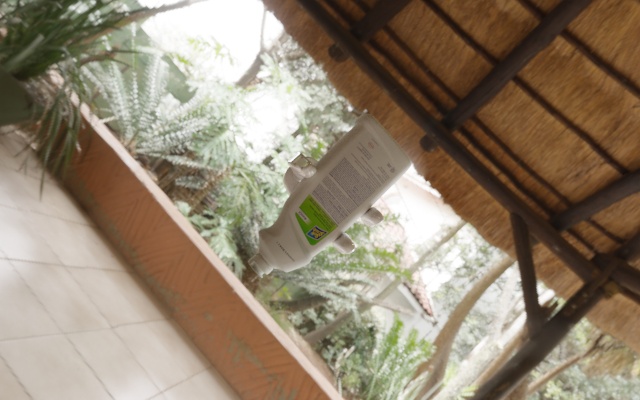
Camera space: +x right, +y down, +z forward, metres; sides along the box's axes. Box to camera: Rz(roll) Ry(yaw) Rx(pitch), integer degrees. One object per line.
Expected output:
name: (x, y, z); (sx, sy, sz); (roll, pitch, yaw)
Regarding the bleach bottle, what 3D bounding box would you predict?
bleach bottle: (0.000, 0.002, 0.644); (0.251, 0.102, 0.068); (-42, 4, -5)
